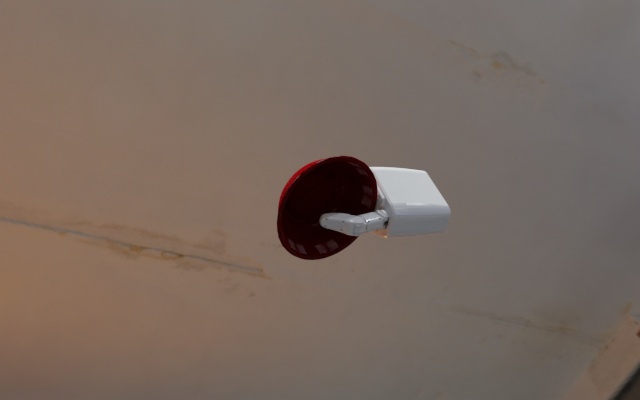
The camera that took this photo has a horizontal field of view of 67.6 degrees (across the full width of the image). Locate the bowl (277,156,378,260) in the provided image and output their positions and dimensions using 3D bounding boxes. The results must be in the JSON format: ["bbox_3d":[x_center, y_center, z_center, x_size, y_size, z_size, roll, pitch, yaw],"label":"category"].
[{"bbox_3d":[-0.001,0.002,0.673,0.162,0.162,0.055,0,27,-35],"label":"bowl"}]
